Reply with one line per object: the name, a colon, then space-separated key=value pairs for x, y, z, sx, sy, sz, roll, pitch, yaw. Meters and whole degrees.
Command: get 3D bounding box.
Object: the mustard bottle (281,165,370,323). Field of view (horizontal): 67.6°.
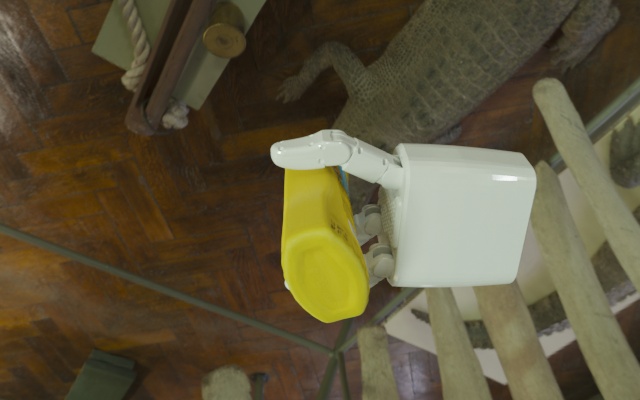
mustard bottle: x=0.000 y=0.002 z=0.410 sx=0.058 sy=0.096 sz=0.191 roll=-18 pitch=36 yaw=9
